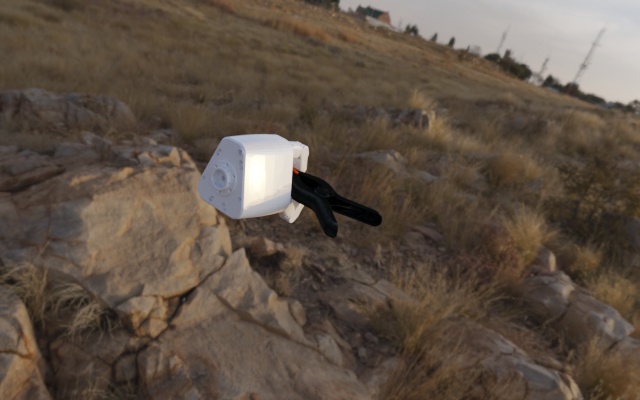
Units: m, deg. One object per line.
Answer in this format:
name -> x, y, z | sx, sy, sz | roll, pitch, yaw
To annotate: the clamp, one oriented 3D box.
clamp -> 0.000, 0.002, 0.735 | 0.171, 0.039, 0.120 | 30, 21, 26
